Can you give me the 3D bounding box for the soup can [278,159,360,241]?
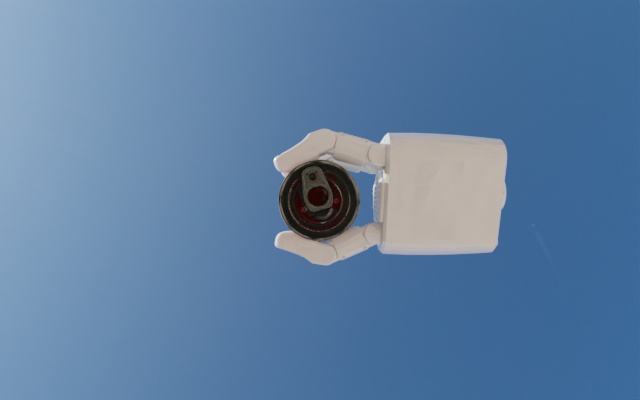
[{"bbox_3d":[0.000,0.002,0.445,0.068,0.068,0.102,0,-2,1],"label":"soup can"}]
